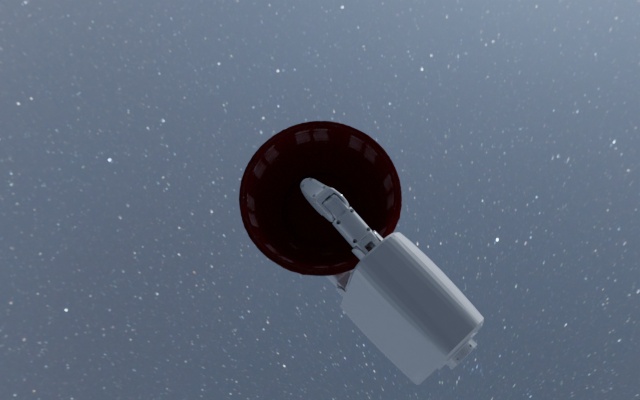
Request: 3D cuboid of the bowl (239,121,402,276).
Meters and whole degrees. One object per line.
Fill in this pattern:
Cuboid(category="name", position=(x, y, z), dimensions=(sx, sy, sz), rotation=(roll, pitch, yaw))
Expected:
Cuboid(category="bowl", position=(-0.001, 0.001, 0.496), dimensions=(0.162, 0.162, 0.055), rotation=(0, -17, 1))
